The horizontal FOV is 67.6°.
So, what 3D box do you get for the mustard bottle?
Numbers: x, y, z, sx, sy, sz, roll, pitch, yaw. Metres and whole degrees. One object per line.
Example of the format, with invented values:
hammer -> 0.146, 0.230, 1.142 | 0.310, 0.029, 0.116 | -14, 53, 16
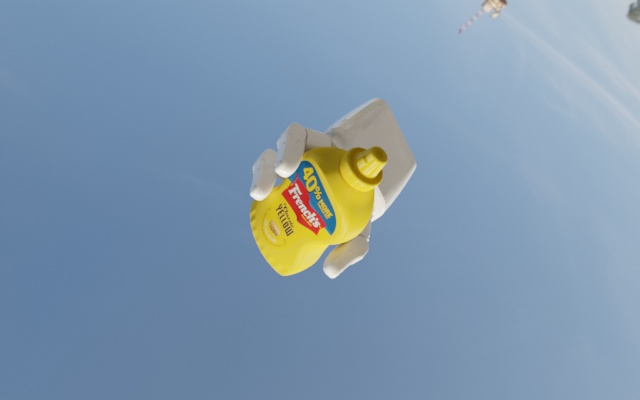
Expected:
mustard bottle -> 0.000, 0.002, 0.482 | 0.058, 0.096, 0.192 | -11, -19, -41
